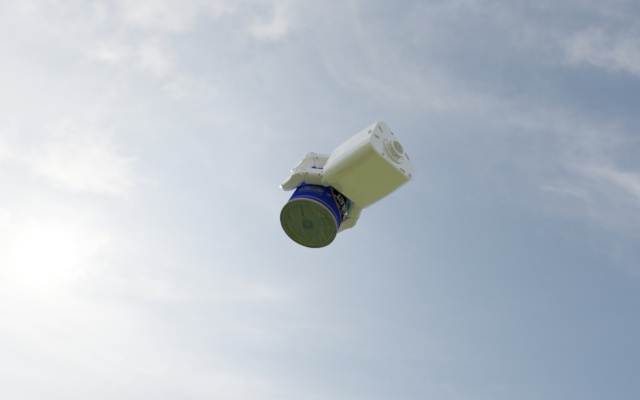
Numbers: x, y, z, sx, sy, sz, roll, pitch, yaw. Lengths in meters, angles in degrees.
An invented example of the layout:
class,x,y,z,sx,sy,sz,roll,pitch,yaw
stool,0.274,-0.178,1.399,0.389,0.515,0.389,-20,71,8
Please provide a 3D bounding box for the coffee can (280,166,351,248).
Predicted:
class,x,y,z,sx,sy,sz,roll,pitch,yaw
coffee can,0.000,0.003,0.855,0.103,0.103,0.140,0,34,22
